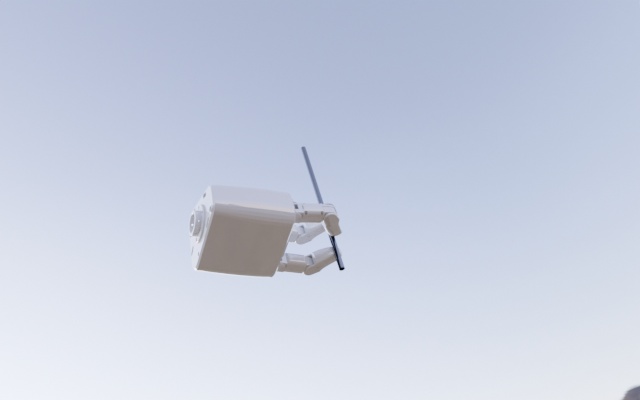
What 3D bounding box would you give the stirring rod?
[{"bbox_3d":[0.000,0.002,0.706,0.011,0.239,0.011,-10,-40,-9],"label":"stirring rod"}]
